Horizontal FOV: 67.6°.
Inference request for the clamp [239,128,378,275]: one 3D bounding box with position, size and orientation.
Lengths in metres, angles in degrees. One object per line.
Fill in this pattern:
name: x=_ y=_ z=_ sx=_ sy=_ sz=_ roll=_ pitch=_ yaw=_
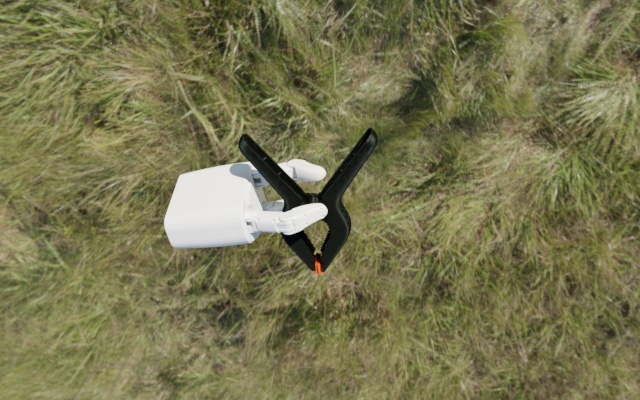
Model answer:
clamp: x=0.000 y=0.003 z=0.606 sx=0.164 sy=0.210 sz=0.036 roll=-7 pitch=29 yaw=9
